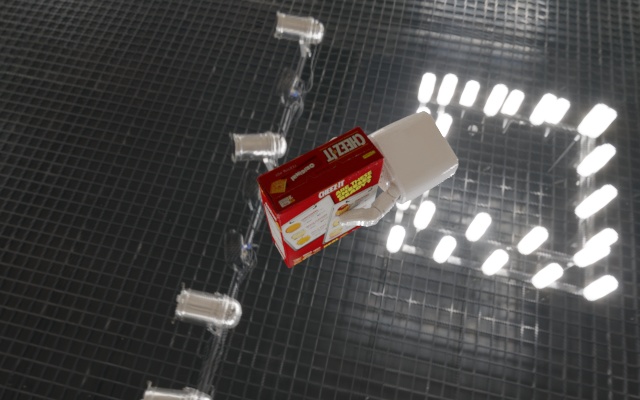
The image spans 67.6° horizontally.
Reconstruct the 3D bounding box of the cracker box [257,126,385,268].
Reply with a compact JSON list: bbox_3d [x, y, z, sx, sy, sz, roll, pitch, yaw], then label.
[{"bbox_3d":[0.000,0.003,0.718,0.164,0.072,0.214,-29,-23,-13],"label":"cracker box"}]
